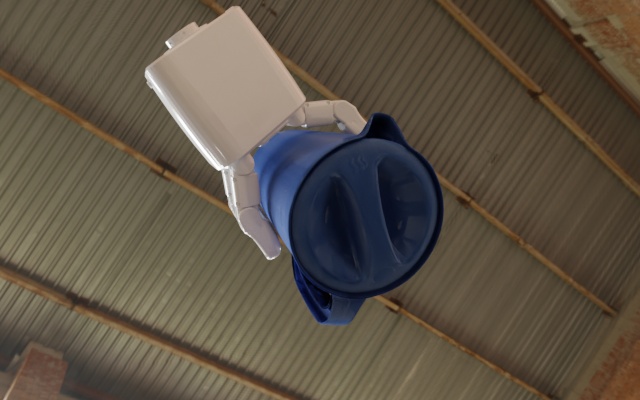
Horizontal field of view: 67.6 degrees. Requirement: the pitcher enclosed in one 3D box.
[{"bbox_3d":[0.000,0.001,0.481,0.149,0.145,0.242,-38,21,-7],"label":"pitcher"}]
